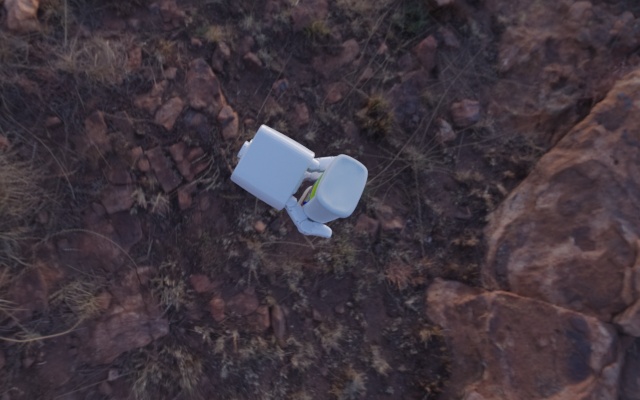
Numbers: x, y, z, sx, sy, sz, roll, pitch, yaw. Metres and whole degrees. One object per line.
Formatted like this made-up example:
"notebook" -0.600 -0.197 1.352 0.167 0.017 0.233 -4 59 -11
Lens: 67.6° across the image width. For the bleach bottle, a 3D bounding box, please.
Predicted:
"bleach bottle" 0.000 0.003 0.858 0.068 0.102 0.251 30 -21 -9
